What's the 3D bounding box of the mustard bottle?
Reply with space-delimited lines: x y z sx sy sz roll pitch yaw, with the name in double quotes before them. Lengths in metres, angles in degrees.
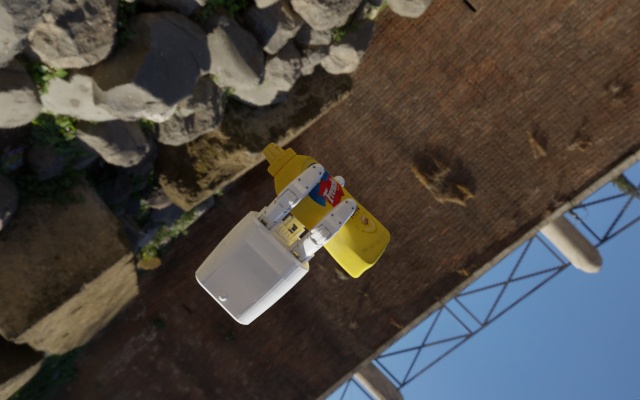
"mustard bottle" 0.001 0.002 0.597 0.058 0.191 0.096 -45 1 31
